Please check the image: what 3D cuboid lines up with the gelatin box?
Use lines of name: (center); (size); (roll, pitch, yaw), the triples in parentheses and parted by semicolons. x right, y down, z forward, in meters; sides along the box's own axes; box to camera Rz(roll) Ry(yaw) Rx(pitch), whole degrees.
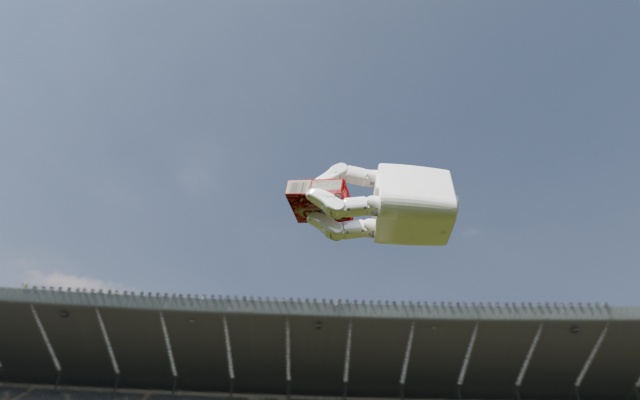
gelatin box: (0.000, 0.002, 0.707); (0.089, 0.030, 0.073); (-1, -37, 16)
